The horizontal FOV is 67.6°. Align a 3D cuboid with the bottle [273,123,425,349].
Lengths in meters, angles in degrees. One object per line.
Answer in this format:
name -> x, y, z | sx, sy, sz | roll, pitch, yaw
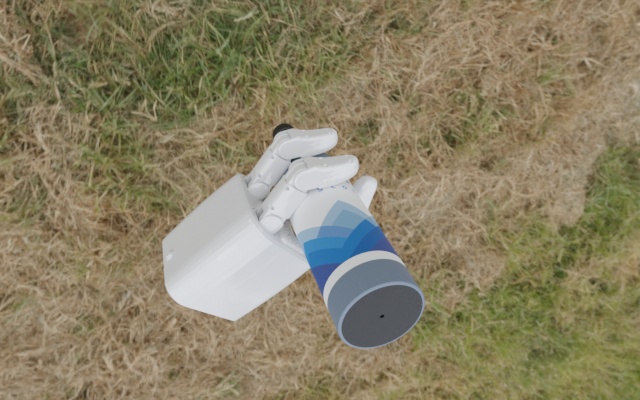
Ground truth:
bottle -> 0.000, 0.002, 0.450 | 0.069, 0.069, 0.295 | 0, 33, -21
